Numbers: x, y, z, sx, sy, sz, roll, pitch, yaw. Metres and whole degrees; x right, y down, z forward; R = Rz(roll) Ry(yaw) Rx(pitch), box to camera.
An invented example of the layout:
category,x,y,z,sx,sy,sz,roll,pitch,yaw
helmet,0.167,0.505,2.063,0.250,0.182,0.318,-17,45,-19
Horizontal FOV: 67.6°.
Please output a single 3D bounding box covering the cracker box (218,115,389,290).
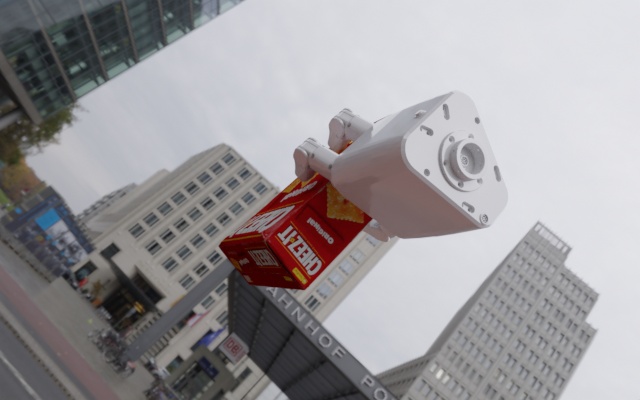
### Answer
category,x,y,z,sx,sy,sz,roll,pitch,yaw
cracker box,0.000,0.002,0.545,0.213,0.072,0.164,-43,12,-25
